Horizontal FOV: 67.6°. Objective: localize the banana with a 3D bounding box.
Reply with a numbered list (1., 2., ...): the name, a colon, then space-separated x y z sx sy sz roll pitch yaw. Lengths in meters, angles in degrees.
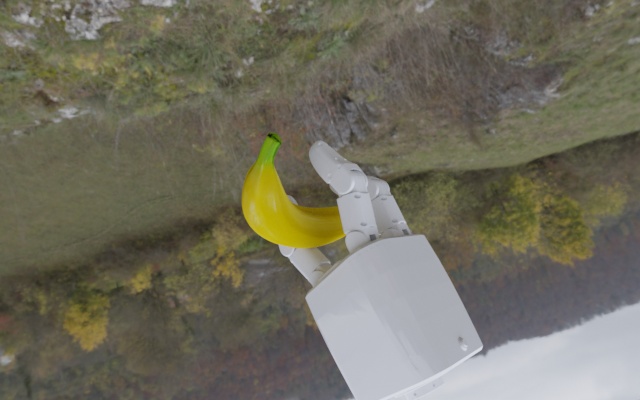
1. banana: -0.016 0.012 0.410 0.069 0.037 0.198 -38 -26 7
